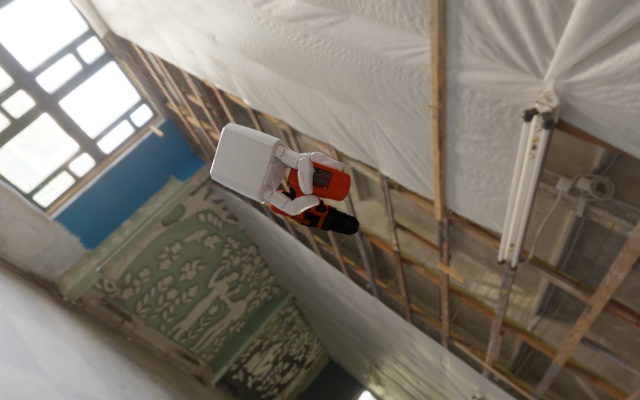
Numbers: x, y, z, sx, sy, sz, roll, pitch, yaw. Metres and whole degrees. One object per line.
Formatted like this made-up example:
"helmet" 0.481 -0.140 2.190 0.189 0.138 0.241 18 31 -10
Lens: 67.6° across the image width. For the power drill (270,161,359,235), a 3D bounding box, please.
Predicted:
"power drill" 0.000 0.003 0.890 0.184 0.057 0.188 17 -25 -3
